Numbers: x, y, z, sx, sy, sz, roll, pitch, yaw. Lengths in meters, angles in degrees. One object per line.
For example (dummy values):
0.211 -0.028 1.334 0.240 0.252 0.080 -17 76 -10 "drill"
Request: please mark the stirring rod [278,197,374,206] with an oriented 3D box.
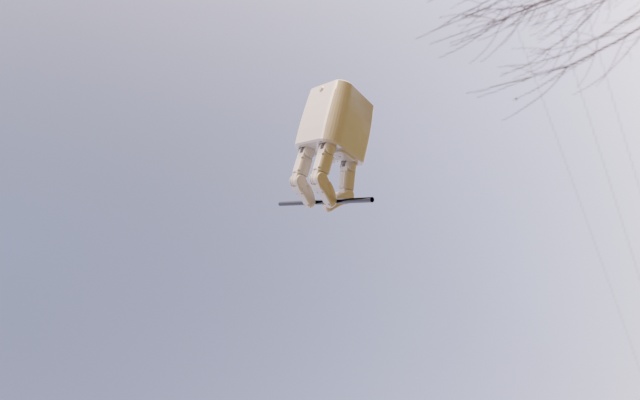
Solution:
0.000 0.002 0.771 0.011 0.011 0.239 0 -2 -37 "stirring rod"
